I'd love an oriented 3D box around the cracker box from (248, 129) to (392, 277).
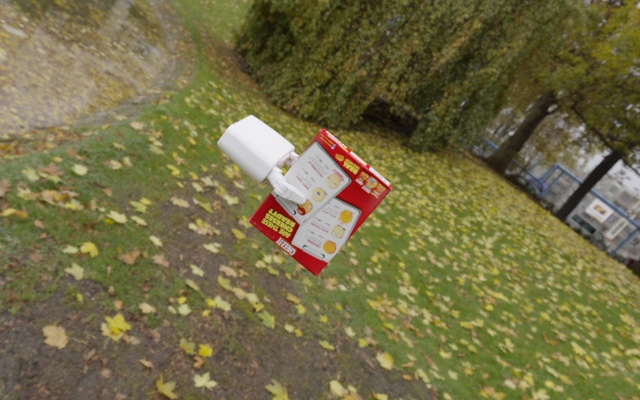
[{"bbox_3d":[0.000,0.003,0.872,0.164,0.214,0.072,39,13,0],"label":"cracker box"}]
